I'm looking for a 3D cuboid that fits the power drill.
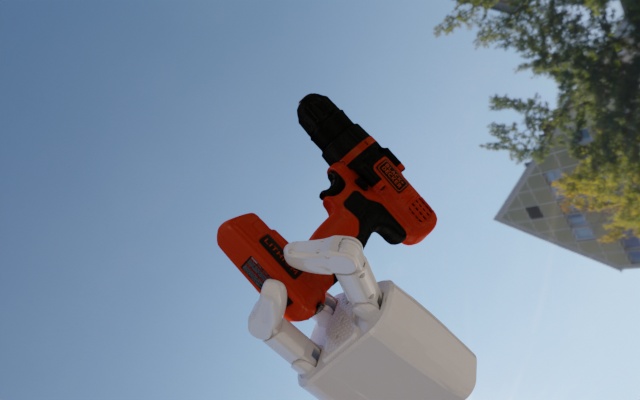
[{"bbox_3d":[0.000,0.002,0.437,0.187,0.184,0.057,-39,-6,-32],"label":"power drill"}]
